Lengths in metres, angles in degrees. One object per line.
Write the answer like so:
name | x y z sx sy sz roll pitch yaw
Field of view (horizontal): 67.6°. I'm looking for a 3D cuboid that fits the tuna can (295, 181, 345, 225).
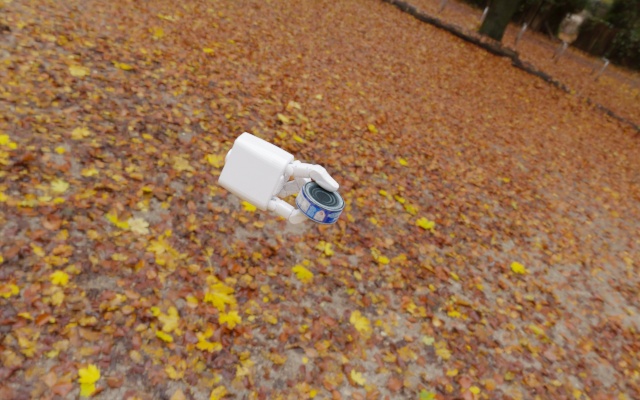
tuna can | 0.000 0.002 0.867 0.086 0.034 0.086 21 31 -14
